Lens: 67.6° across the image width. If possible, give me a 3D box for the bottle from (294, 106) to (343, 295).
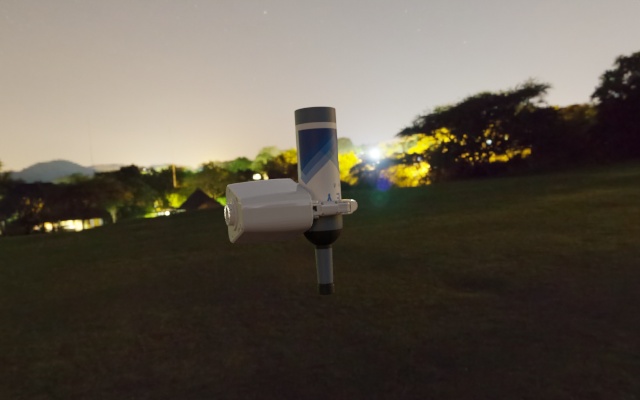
[{"bbox_3d":[0.000,0.002,0.765,0.069,0.296,0.069,-4,2,0],"label":"bottle"}]
